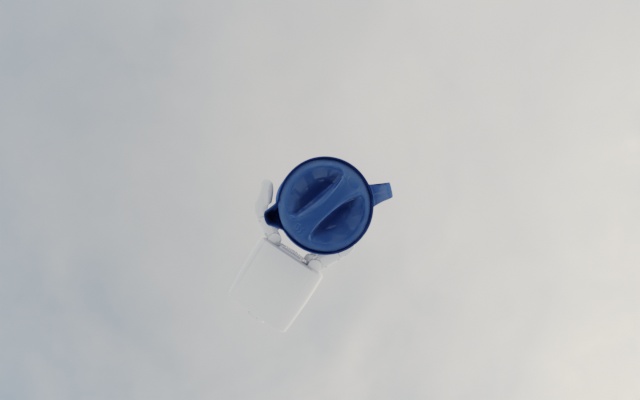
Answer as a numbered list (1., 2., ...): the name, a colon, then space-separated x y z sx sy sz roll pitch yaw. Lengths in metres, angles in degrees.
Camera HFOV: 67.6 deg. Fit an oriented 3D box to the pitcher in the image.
1. pitcher: 0.000 0.003 0.755 0.149 0.145 0.243 31 -3 -8
